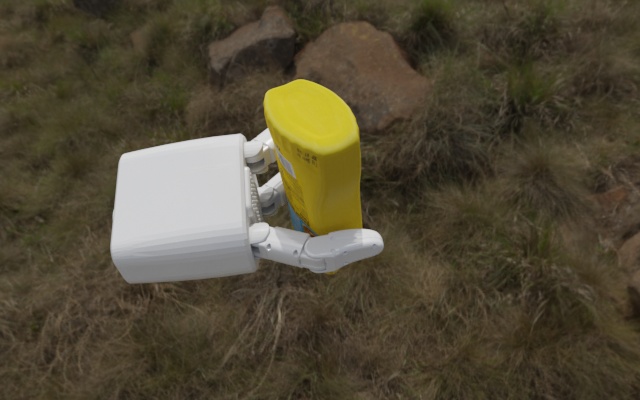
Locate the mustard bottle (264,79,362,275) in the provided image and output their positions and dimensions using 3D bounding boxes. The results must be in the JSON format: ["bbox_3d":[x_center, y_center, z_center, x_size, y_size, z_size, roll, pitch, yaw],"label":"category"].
[{"bbox_3d":[0.000,0.001,0.409,0.058,0.192,0.096,-25,48,-17],"label":"mustard bottle"}]
